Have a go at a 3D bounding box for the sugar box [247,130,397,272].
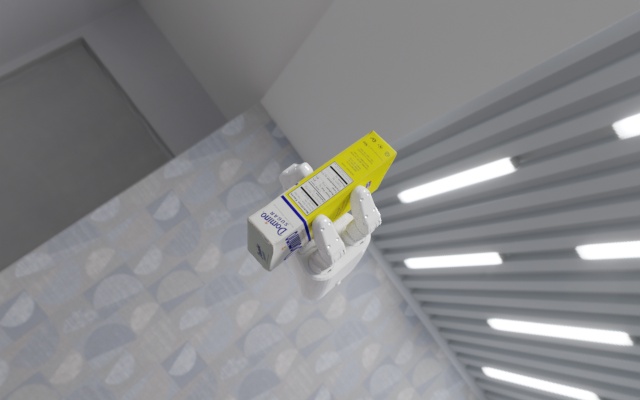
[{"bbox_3d":[0.001,0.002,0.529,0.176,0.048,0.093,-39,-14,-22],"label":"sugar box"}]
